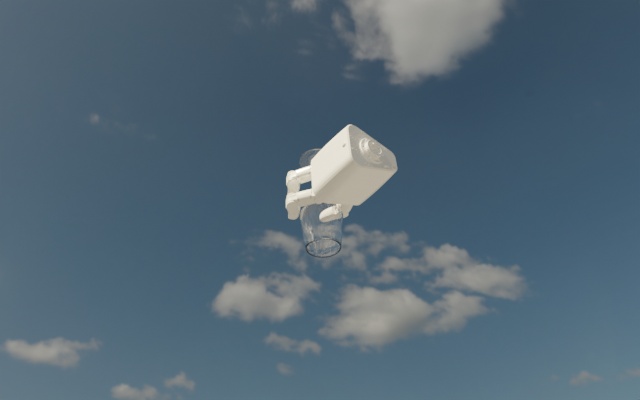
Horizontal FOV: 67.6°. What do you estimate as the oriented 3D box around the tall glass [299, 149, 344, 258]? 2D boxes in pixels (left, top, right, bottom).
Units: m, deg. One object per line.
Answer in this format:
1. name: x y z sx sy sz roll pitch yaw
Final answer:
1. tall glass: 0.000 0.002 0.875 0.079 0.200 0.079 -2 -37 -2
